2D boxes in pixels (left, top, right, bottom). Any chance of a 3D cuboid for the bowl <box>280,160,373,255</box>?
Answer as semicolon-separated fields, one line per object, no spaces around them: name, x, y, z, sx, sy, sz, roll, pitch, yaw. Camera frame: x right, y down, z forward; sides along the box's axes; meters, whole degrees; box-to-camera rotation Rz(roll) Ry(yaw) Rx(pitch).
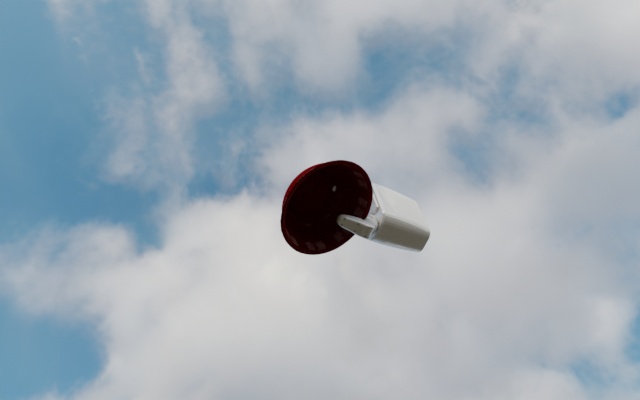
bowl;-0.001;0.002;0.739;0.162;0.162;0.055;0;27;-34
